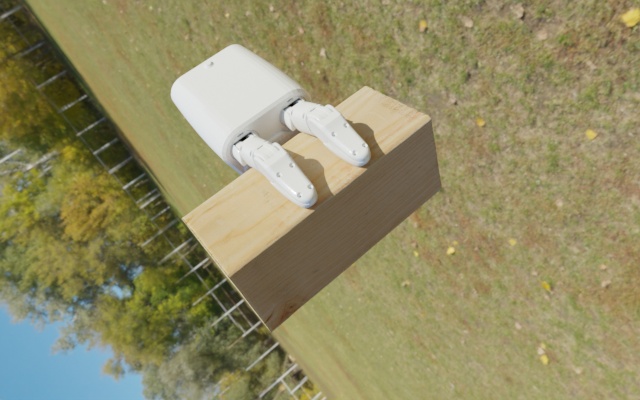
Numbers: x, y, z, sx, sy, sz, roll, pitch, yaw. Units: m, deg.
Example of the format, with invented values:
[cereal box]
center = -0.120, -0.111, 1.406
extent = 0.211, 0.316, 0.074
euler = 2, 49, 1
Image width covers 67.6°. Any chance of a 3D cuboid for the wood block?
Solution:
[wood block]
center = 0.000, 0.001, 0.424
extent = 0.206, 0.091, 0.090
euler = -38, 47, -14
